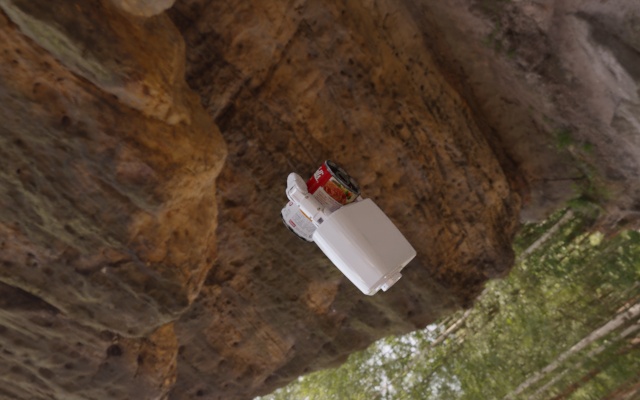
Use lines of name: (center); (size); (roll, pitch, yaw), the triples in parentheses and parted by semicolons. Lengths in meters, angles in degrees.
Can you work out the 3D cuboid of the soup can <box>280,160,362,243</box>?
soup can: (0.000, 0.002, 0.680); (0.068, 0.102, 0.068); (39, 17, -14)
